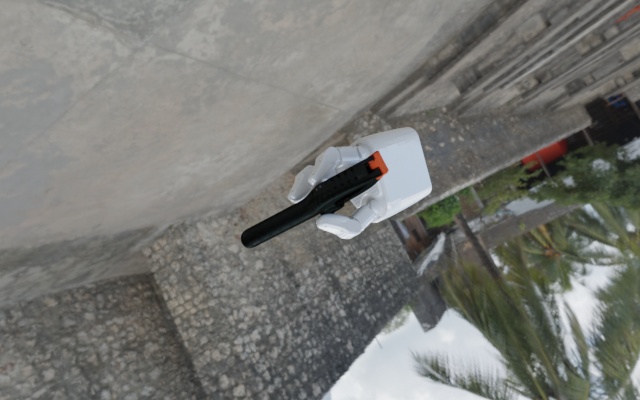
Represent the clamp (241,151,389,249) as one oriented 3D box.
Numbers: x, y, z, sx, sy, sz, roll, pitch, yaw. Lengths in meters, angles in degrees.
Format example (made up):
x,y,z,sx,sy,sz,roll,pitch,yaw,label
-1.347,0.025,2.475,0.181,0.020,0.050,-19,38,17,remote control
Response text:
x,y,z,sx,sy,sz,roll,pitch,yaw,label
0.001,0.002,0.602,0.164,0.036,0.210,-21,-10,-39,clamp
